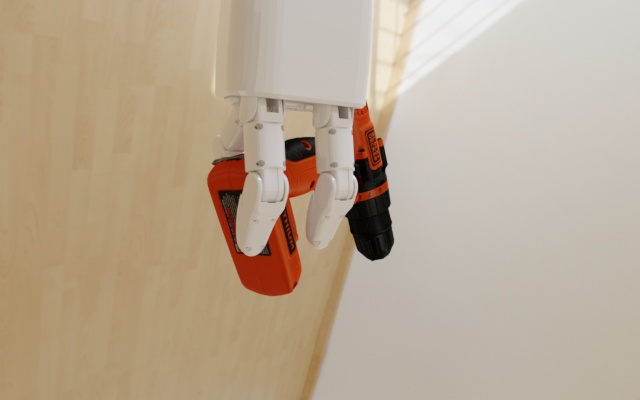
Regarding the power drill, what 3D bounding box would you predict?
[{"bbox_3d":[0.000,0.001,0.411,0.057,0.184,0.187,-4,21,35],"label":"power drill"}]
